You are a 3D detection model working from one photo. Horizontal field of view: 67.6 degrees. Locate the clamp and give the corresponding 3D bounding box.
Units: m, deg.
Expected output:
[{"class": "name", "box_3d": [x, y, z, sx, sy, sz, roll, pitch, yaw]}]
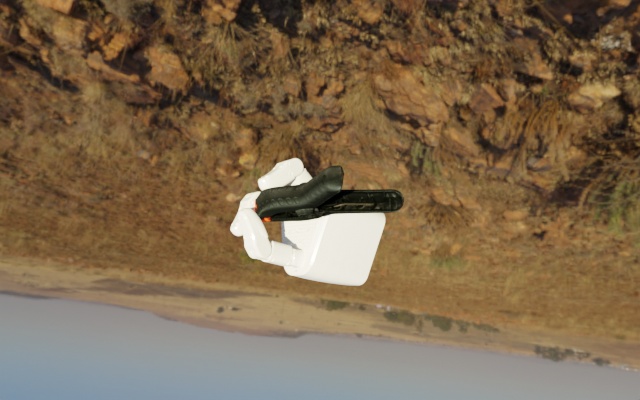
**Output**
[{"class": "clamp", "box_3d": [0.000, 0.002, 0.515, 0.120, 0.039, 0.171, 21, -21, -38]}]
